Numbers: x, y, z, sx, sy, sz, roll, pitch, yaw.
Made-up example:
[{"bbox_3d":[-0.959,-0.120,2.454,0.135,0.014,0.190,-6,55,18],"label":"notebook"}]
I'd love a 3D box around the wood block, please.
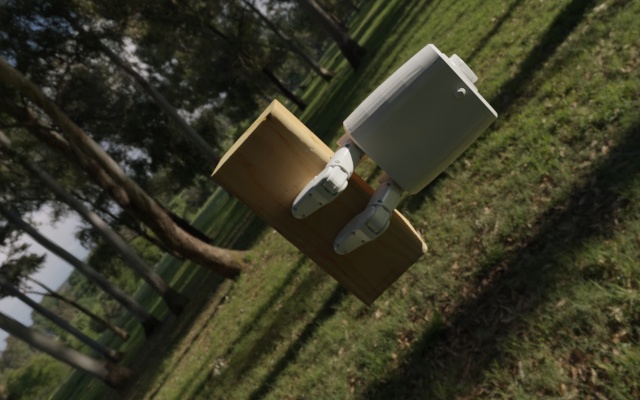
[{"bbox_3d":[0.000,0.001,0.498,0.206,0.090,0.090,41,10,-15],"label":"wood block"}]
